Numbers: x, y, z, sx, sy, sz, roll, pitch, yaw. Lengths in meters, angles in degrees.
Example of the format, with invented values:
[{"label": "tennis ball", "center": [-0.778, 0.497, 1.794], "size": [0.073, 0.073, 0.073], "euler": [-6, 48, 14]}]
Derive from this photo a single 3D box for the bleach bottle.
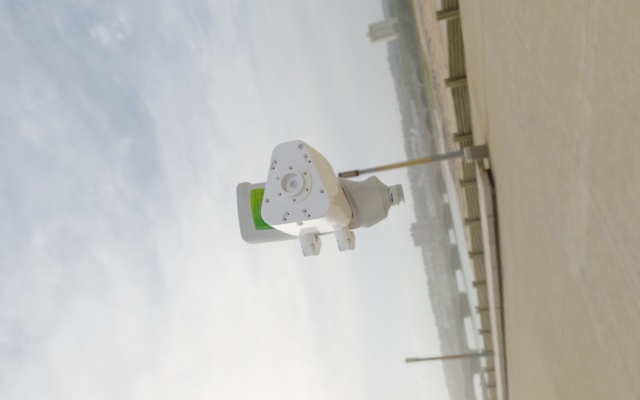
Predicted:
[{"label": "bleach bottle", "center": [0.000, 0.003, 0.731], "size": [0.251, 0.102, 0.068], "euler": [-10, -11, 13]}]
